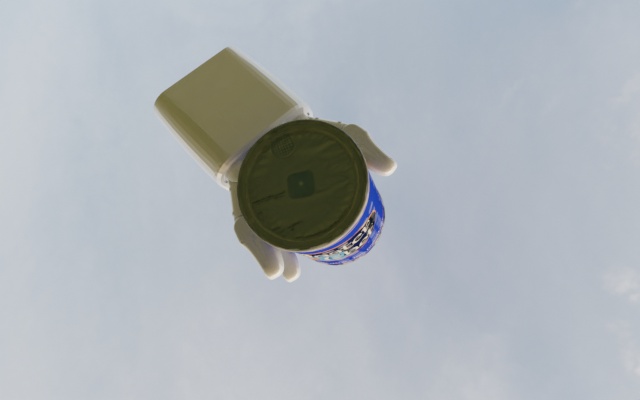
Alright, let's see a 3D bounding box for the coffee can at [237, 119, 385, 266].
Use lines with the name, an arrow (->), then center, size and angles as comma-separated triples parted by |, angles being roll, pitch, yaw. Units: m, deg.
coffee can -> 0.000, 0.001, 0.423 | 0.103, 0.102, 0.140 | 0, -12, 13
